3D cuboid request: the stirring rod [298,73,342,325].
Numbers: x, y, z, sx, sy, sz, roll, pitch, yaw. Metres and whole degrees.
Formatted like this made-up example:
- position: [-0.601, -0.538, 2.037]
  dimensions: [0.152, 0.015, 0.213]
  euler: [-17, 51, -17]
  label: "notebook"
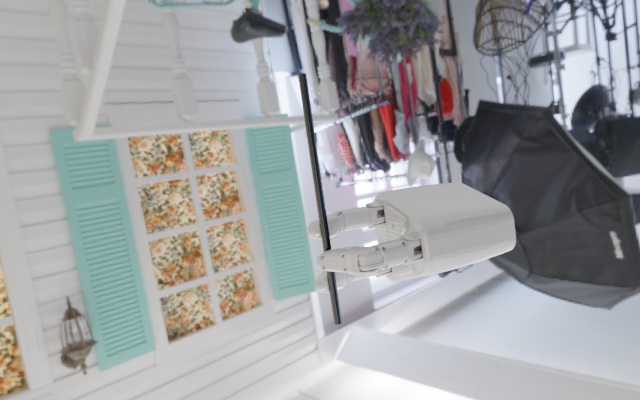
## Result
- position: [0.000, 0.001, 0.455]
  dimensions: [0.011, 0.239, 0.011]
  euler: [-8, 6, 1]
  label: "stirring rod"
